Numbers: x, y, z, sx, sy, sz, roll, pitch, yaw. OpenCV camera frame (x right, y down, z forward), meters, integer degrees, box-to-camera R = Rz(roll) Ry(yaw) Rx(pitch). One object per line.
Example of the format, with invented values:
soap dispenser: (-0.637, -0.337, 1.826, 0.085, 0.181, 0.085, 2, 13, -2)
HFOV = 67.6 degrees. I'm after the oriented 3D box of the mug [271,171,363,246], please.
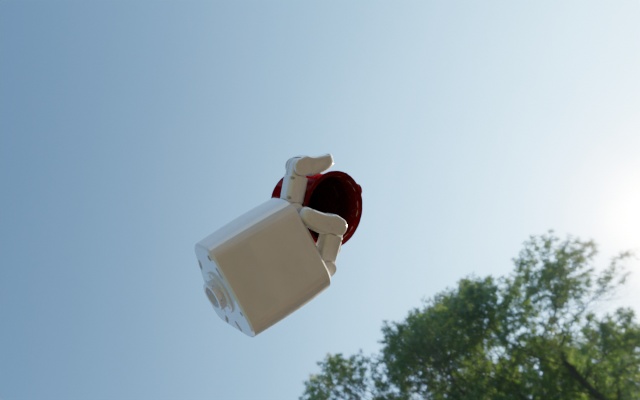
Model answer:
mug: (0.001, 0.001, 0.599, 0.117, 0.093, 0.081, -29, 24, -34)
